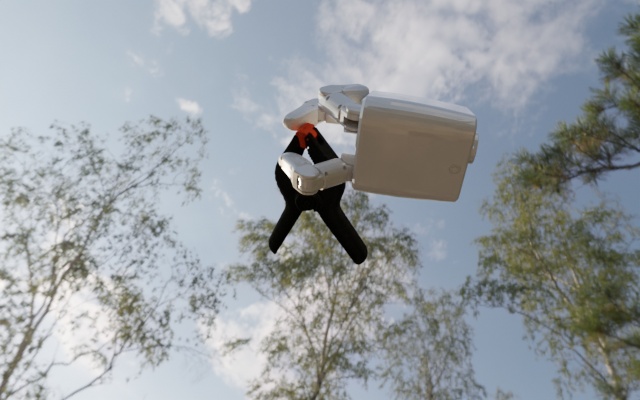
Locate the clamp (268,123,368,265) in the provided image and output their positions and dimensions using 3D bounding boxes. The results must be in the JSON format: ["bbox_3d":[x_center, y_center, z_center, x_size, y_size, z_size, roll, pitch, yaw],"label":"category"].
[{"bbox_3d":[0.000,0.001,0.530,0.120,0.172,0.039,9,35,7],"label":"clamp"}]
